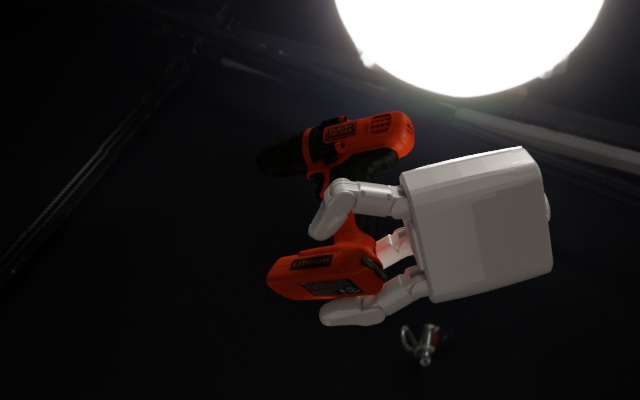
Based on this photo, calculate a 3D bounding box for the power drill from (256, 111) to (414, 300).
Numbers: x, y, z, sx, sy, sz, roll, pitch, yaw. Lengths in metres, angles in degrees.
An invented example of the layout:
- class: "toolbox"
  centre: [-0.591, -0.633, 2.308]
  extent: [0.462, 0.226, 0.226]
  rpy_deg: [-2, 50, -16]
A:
- class: "power drill"
  centre: [0.000, 0.002, 0.478]
  extent: [0.184, 0.187, 0.057]
  rpy_deg: [-10, -33, 29]
